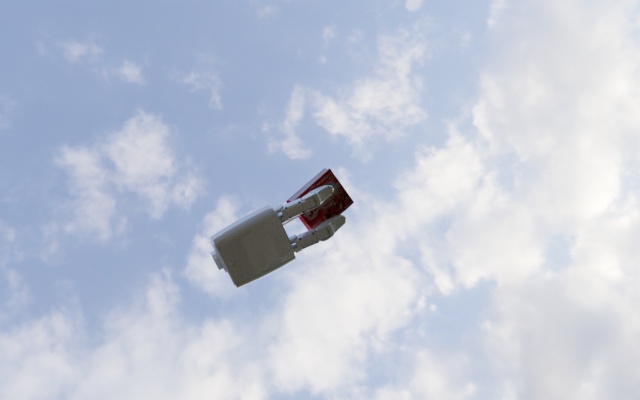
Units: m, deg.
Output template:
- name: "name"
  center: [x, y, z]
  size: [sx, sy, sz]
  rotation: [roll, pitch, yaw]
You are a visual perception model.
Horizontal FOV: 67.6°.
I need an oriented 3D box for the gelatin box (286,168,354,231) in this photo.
- name: "gelatin box"
  center: [0.000, 0.002, 0.784]
  size: [0.089, 0.073, 0.030]
  rotation: [-42, 19, -15]
